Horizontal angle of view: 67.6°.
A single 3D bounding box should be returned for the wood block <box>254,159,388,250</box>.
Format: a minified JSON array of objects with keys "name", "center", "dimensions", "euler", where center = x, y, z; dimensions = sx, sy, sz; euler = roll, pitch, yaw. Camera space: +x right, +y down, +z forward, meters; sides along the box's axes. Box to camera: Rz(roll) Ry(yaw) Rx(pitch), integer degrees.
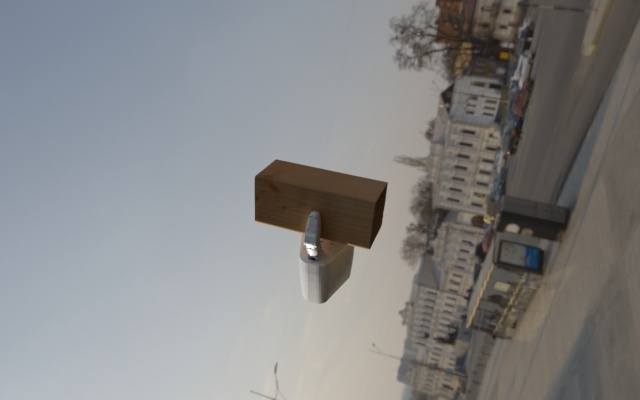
[{"name":"wood block","center":[0.000,0.003,0.813],"dimensions":[0.206,0.090,0.090],"euler":[12,29,15]}]
